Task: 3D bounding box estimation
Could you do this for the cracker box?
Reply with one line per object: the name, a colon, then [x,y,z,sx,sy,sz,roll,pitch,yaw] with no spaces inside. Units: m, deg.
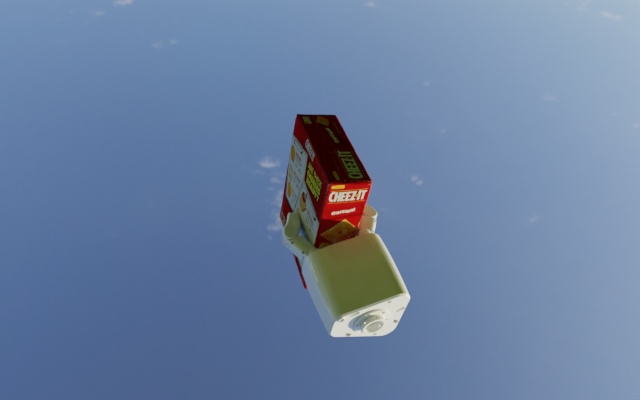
cracker box: [0.000,0.003,0.724,0.072,0.214,0.164,-4,44,-19]
